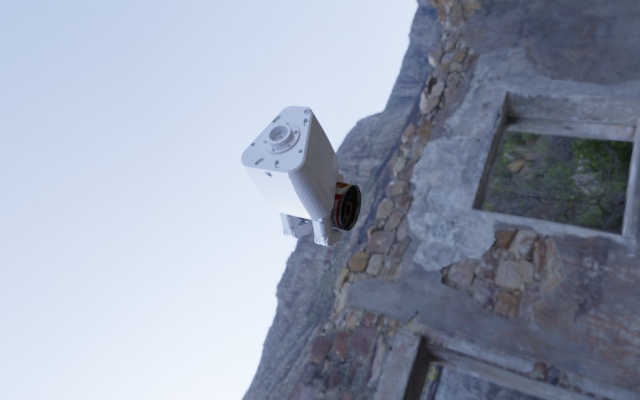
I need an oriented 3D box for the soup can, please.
[{"bbox_3d":[0.000,0.002,0.705,0.102,0.068,0.068,11,5,28],"label":"soup can"}]
